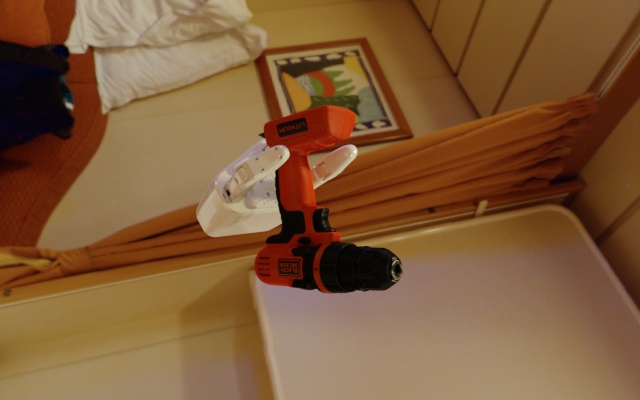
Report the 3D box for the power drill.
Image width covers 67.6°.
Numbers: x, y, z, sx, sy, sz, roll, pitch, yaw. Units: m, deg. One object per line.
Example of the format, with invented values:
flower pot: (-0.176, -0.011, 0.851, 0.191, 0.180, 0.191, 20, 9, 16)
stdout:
power drill: (0.000, 0.001, 0.497, 0.184, 0.187, 0.057, -5, -7, 40)
